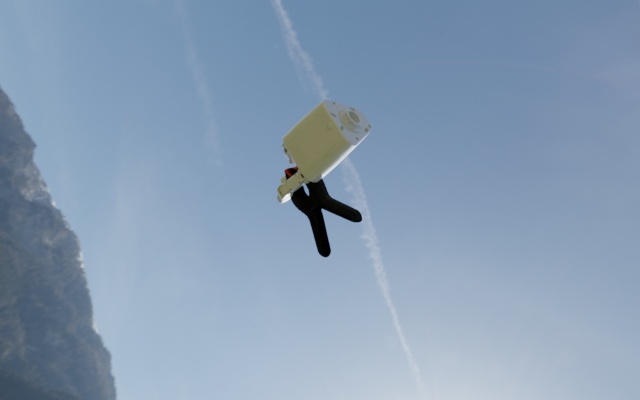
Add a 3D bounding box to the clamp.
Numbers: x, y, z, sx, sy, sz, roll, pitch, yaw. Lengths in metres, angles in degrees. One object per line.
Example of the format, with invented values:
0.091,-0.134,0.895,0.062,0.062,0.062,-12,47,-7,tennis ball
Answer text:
0.000,0.003,0.831,0.120,0.171,0.039,-39,-12,35,clamp
